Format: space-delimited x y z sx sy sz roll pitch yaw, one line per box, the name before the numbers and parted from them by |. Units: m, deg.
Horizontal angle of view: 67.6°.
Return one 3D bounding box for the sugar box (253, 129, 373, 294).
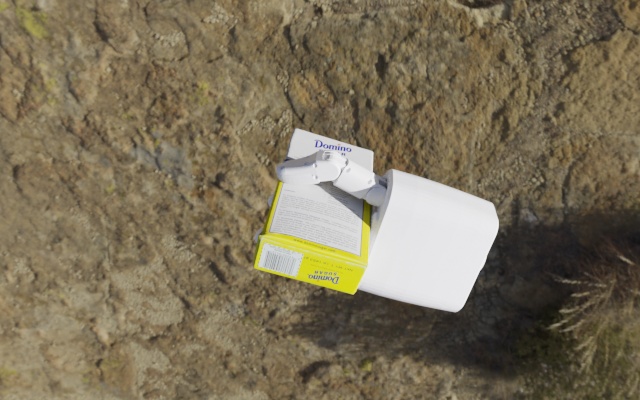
sugar box | 0.000 0.002 0.462 0.093 0.048 0.176 16 36 -4
